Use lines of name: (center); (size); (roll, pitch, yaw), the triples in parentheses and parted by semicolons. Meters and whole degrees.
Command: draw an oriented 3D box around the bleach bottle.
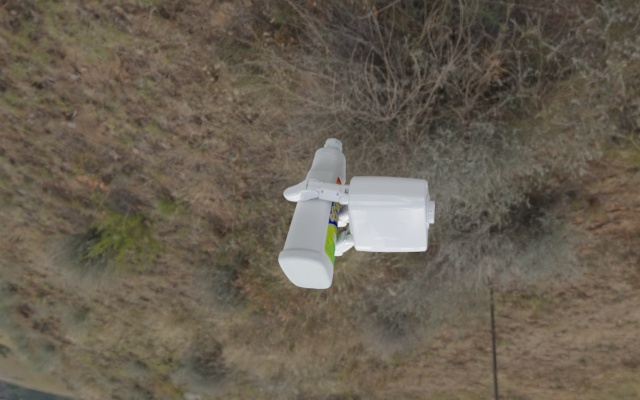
bleach bottle: (0.000, 0.003, 0.740); (0.068, 0.250, 0.103); (1, -33, 15)
